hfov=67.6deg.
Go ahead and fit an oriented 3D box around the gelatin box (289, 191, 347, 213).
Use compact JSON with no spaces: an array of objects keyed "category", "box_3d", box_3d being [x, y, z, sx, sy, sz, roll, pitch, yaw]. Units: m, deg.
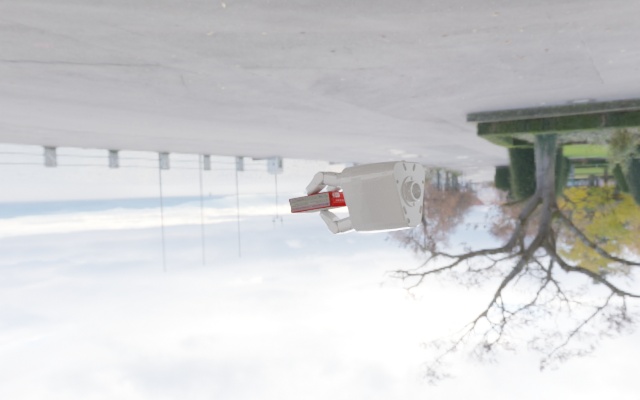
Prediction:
[{"category":"gelatin box","box_3d":[0.000,0.003,0.861,0.089,0.030,0.073,-11,-6,31]}]
